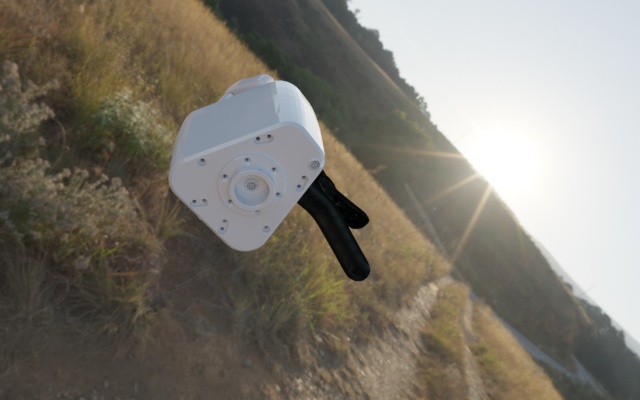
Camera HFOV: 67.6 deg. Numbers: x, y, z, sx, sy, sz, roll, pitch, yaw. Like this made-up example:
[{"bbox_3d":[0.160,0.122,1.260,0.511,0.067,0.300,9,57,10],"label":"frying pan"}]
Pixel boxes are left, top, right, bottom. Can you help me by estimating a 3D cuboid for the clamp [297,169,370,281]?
[{"bbox_3d":[0.000,0.001,0.483,0.039,0.171,0.120,-38,26,15],"label":"clamp"}]
